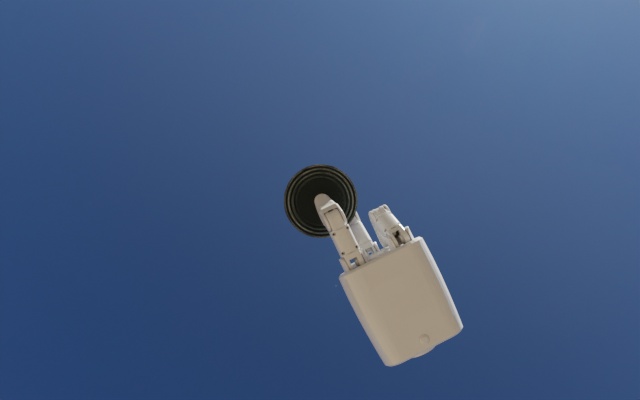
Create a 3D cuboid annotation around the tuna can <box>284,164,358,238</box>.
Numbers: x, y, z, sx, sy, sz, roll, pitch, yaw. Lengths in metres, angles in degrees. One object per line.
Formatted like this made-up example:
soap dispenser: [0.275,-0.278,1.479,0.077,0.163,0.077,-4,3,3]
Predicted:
tuna can: [0.000,0.002,0.567,0.086,0.086,0.034,0,-5,-1]
